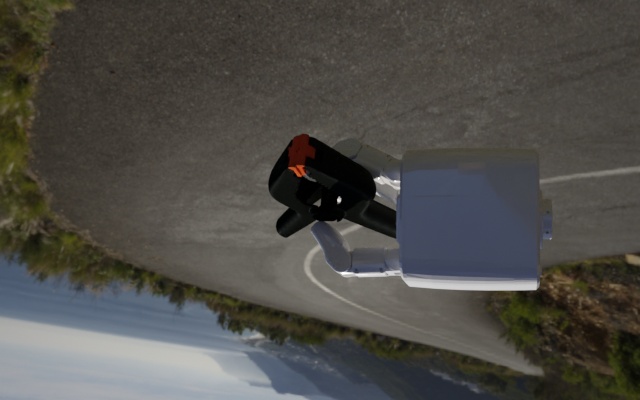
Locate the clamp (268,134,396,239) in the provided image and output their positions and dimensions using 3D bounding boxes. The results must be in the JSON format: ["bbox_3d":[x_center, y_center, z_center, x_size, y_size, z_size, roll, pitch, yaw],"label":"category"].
[{"bbox_3d":[0.000,0.002,0.451,0.164,0.036,0.210,-2,-22,22],"label":"clamp"}]
